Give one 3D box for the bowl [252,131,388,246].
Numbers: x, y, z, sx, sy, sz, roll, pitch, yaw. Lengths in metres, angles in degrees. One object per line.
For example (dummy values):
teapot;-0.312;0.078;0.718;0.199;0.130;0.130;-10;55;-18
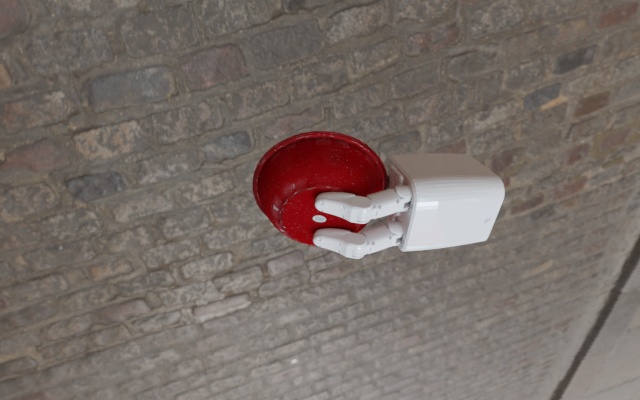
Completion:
bowl;-0.001;0.002;0.551;0.162;0.162;0.055;0;42;-1
